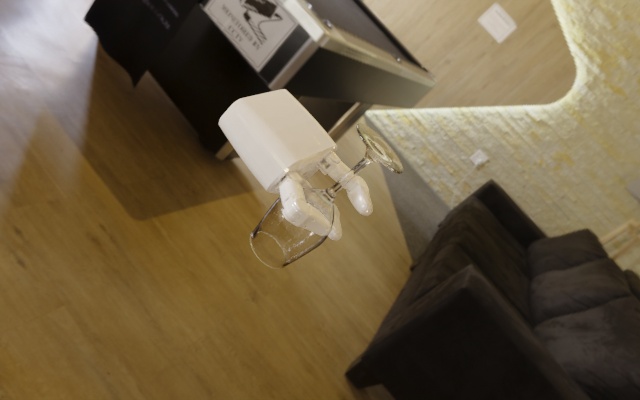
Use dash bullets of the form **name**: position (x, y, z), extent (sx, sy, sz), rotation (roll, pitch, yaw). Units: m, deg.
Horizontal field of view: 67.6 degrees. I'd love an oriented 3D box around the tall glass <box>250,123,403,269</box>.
- **tall glass**: position (0.001, 0.002, 0.577), extent (0.201, 0.079, 0.079), rotation (-43, -20, 23)
